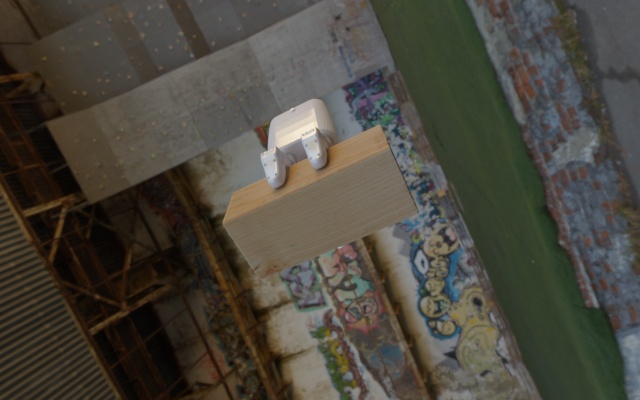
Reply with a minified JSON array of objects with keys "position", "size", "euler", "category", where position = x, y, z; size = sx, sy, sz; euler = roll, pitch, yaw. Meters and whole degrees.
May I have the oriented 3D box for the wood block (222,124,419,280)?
[{"position":[0.000,0.002,0.577],"size":[0.206,0.091,0.090],"euler":[-24,25,11],"category":"wood block"}]
